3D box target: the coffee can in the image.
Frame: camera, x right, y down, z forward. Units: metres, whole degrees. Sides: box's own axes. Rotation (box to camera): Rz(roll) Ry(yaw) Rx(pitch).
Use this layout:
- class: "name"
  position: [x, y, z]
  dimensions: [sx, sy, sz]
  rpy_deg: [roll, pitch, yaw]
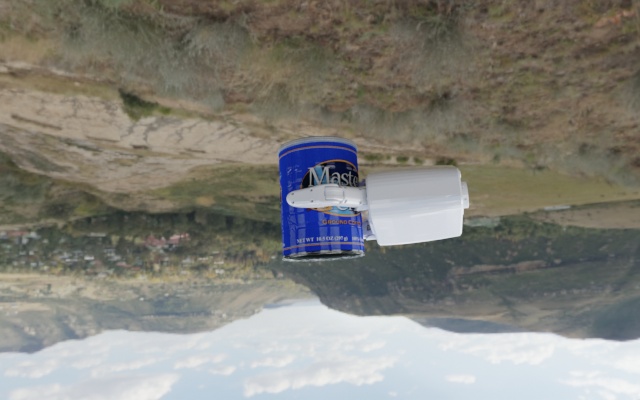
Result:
- class: "coffee can"
  position: [0.000, 0.002, 0.601]
  dimensions: [0.103, 0.140, 0.103]
  rpy_deg: [-3, -12, -1]
